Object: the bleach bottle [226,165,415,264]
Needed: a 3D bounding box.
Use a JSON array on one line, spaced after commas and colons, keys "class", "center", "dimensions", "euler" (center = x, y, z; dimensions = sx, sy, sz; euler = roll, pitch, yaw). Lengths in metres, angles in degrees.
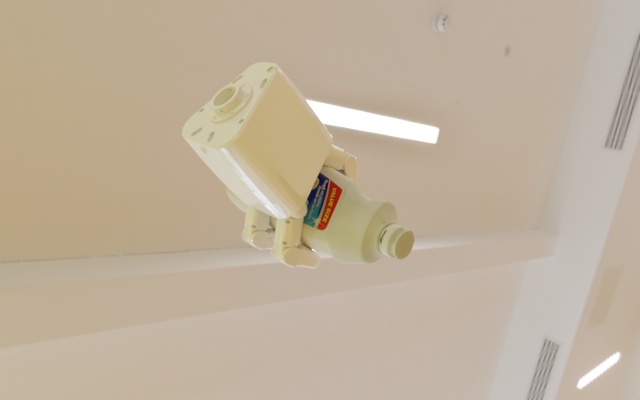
[{"class": "bleach bottle", "center": [0.000, 0.002, 0.530], "dimensions": [0.250, 0.102, 0.068], "euler": [22, -21, 45]}]
